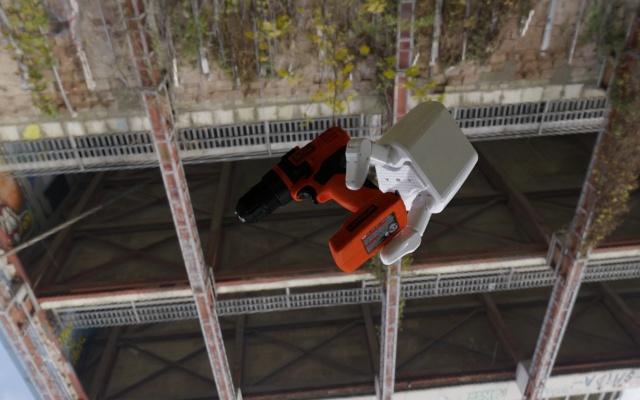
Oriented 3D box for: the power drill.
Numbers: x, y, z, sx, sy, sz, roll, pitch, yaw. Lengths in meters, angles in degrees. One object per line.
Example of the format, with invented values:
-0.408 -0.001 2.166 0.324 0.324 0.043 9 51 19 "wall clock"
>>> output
0.001 0.002 0.596 0.187 0.184 0.057 45 -9 39 "power drill"
